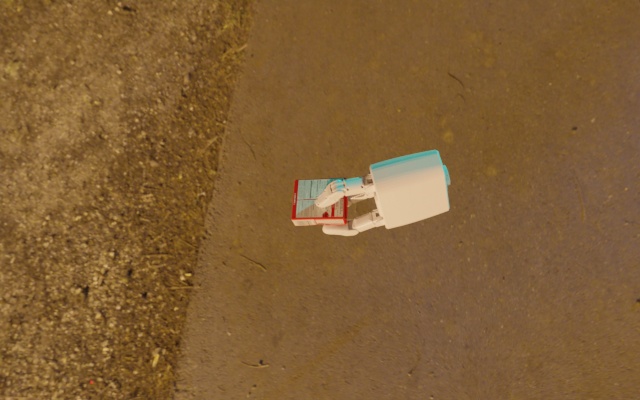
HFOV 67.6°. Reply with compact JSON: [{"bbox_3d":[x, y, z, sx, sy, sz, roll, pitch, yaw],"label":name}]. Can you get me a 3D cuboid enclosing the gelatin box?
[{"bbox_3d":[0.000,0.002,0.776,0.089,0.073,0.030,-2,-25,10],"label":"gelatin box"}]
